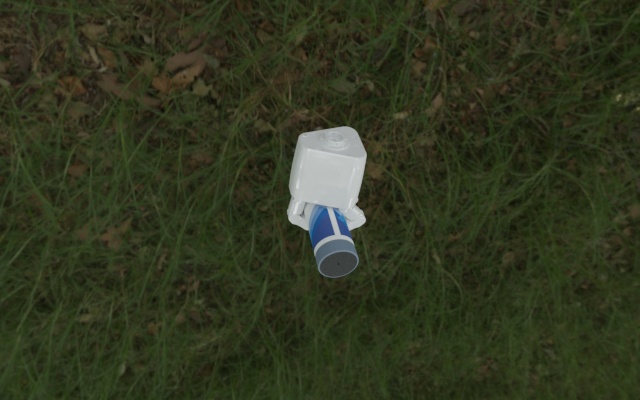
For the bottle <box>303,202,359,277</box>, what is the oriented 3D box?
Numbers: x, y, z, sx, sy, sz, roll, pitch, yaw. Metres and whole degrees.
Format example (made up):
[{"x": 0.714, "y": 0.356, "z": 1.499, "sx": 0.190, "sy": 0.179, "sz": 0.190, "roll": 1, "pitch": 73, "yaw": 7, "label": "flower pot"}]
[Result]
[{"x": 0.000, "y": 0.003, "z": 0.863, "sx": 0.069, "sy": 0.069, "sz": 0.295, "roll": 0, "pitch": 42, "yaw": -15, "label": "bottle"}]
